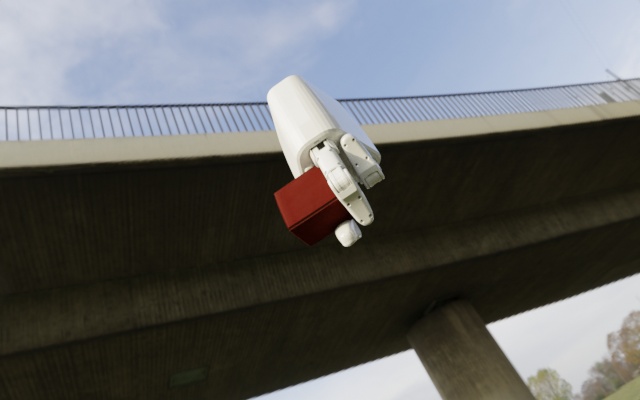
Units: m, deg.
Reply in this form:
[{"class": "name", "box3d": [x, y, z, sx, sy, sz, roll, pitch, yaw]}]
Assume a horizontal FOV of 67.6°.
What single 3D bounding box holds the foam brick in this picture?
[{"class": "foam brick", "box3d": [0.000, 0.002, 0.508, 0.078, 0.051, 0.053, -34, -34, 6]}]
